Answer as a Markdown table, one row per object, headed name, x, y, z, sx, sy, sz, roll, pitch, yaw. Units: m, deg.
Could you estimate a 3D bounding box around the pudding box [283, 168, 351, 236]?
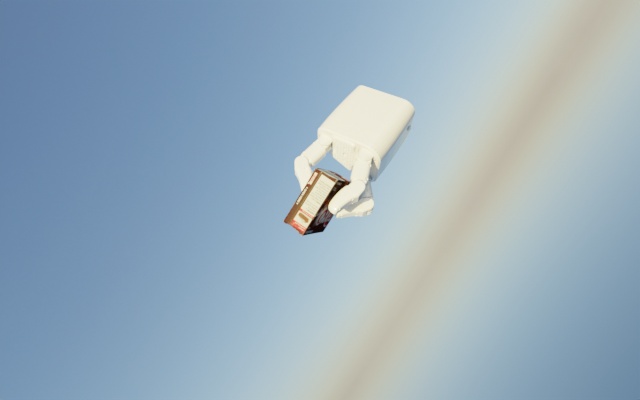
| name | x | y | z | sx | sy | sz | roll | pitch | yaw |
| --- | --- | --- | --- | --- | --- | --- | --- | --- | --- |
| pudding box | 0.000 | 0.002 | 0.682 | 0.039 | 0.090 | 0.113 | 33 | 8 | 15 |
